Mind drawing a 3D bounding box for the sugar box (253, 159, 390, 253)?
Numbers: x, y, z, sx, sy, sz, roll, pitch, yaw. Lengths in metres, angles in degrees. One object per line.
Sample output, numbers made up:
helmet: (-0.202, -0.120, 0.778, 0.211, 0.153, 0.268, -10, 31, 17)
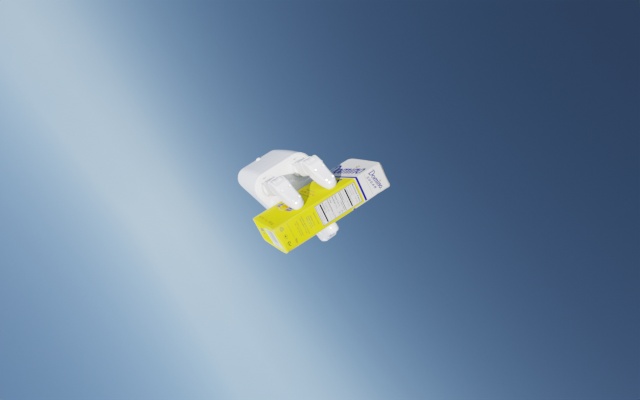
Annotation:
sugar box: (0.000, 0.002, 0.669, 0.176, 0.048, 0.093, -35, 21, -16)
